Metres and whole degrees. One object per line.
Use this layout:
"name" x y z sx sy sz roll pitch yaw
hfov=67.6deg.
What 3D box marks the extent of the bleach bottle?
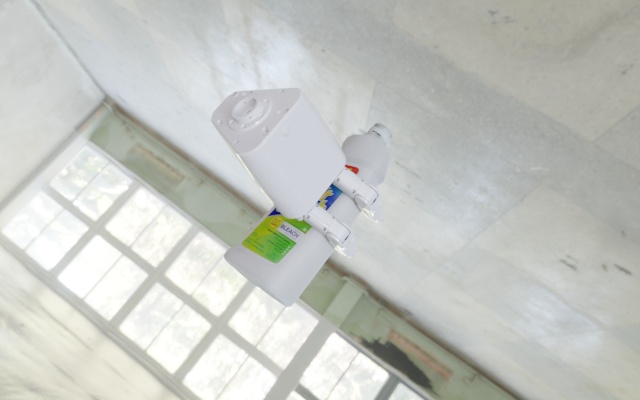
"bleach bottle" 0.000 0.002 0.586 0.102 0.250 0.068 25 -20 39
